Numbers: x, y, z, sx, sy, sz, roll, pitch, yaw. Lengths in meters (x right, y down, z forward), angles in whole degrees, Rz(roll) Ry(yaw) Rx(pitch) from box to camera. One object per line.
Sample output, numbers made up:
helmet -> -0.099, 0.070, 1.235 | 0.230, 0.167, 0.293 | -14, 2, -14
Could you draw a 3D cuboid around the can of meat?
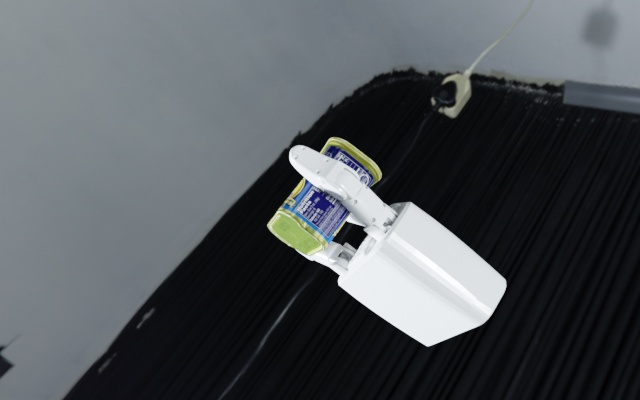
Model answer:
can of meat -> 0.000, 0.002, 0.439 | 0.057, 0.084, 0.102 | 38, -17, -2
